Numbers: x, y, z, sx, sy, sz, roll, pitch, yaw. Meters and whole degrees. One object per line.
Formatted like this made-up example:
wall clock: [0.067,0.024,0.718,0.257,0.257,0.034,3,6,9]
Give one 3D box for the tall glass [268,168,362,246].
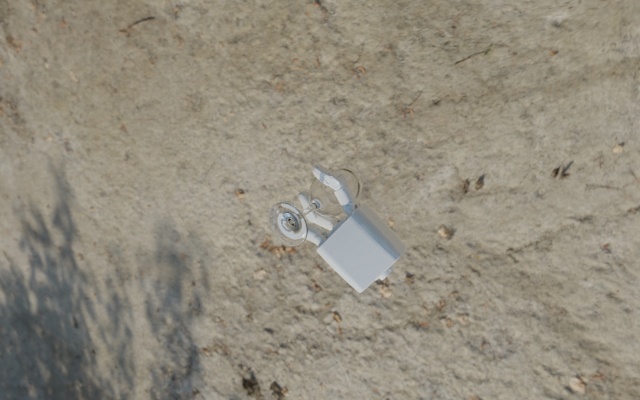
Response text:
tall glass: [0.000,0.003,0.818,0.079,0.079,0.201,0,21,34]
